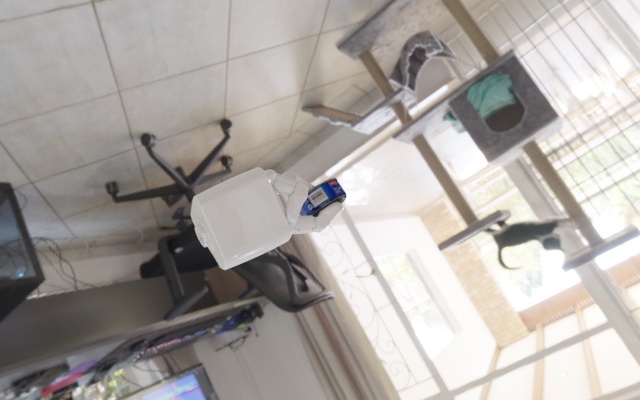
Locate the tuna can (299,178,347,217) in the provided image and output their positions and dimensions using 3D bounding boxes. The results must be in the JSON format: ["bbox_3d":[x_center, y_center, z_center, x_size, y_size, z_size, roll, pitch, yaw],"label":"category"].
[{"bbox_3d":[0.000,0.003,0.763,0.086,0.033,0.086,-33,-12,-8],"label":"tuna can"}]
